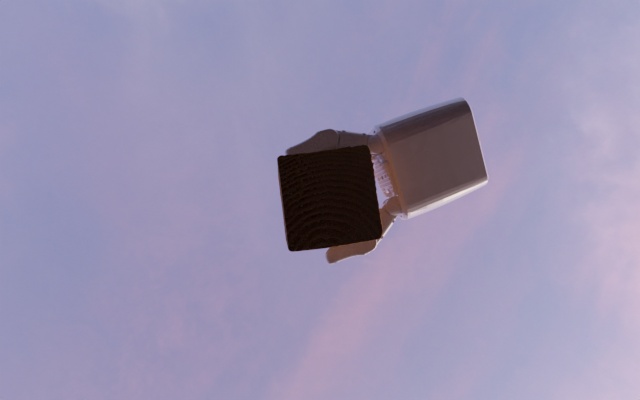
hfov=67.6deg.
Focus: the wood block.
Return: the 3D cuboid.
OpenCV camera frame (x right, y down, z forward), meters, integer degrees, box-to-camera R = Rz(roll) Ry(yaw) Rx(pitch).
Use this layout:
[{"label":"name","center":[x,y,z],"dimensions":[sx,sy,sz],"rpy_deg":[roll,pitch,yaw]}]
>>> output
[{"label":"wood block","center":[0.001,0.002,0.537],"dimensions":[0.090,0.091,0.206],"rpy_deg":[-8,-2,-5]}]
